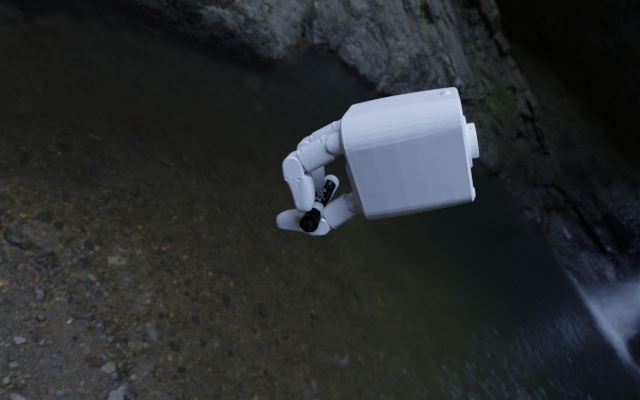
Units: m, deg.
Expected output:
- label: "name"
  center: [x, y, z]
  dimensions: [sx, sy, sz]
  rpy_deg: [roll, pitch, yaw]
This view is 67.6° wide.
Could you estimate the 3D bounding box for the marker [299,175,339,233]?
- label: "marker"
  center: [0.000, 0.002, 0.511]
  dimensions: [0.020, 0.020, 0.121]
  rpy_deg: [0, 23, 13]
